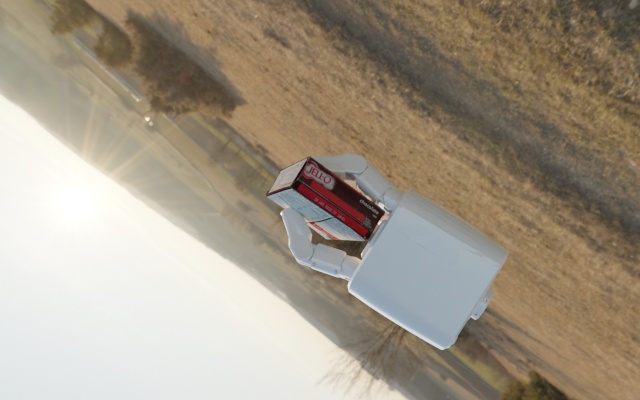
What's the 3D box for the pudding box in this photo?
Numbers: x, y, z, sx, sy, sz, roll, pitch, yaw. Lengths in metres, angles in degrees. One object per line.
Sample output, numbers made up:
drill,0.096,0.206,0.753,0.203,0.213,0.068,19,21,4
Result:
pudding box,0.000,0.002,0.477,0.090,0.039,0.113,36,-15,-13
